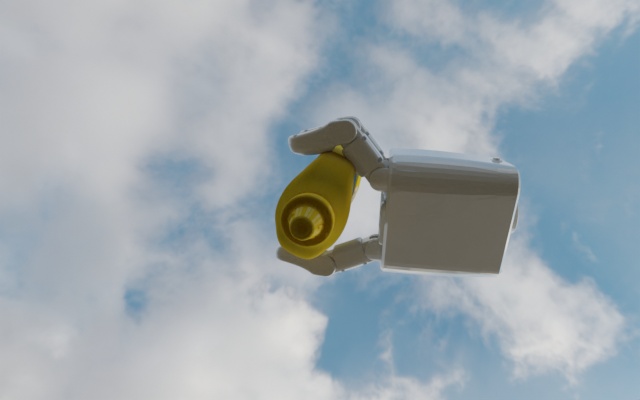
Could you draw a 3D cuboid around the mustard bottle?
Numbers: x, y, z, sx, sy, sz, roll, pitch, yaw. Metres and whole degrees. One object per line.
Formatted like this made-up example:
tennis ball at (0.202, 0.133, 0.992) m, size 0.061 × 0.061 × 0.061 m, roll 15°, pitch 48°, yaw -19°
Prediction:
mustard bottle at (0.000, 0.001, 0.431) m, size 0.058 × 0.096 × 0.191 m, roll 28°, pitch 14°, yaw 1°
